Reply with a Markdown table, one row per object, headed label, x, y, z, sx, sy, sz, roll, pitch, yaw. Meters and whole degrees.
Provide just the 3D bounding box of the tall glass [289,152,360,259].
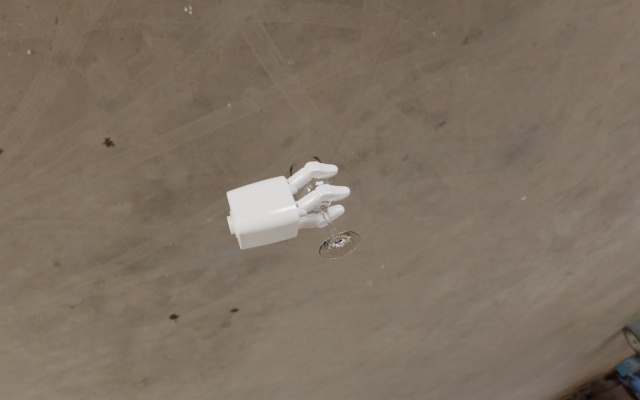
| label | x | y | z | sx | sy | sz | roll | pitch | yaw |
| --- | --- | --- | --- | --- | --- | --- | --- | --- | --- |
| tall glass | 0.000 | 0.003 | 0.860 | 0.079 | 0.201 | 0.079 | -15 | -38 | -12 |
